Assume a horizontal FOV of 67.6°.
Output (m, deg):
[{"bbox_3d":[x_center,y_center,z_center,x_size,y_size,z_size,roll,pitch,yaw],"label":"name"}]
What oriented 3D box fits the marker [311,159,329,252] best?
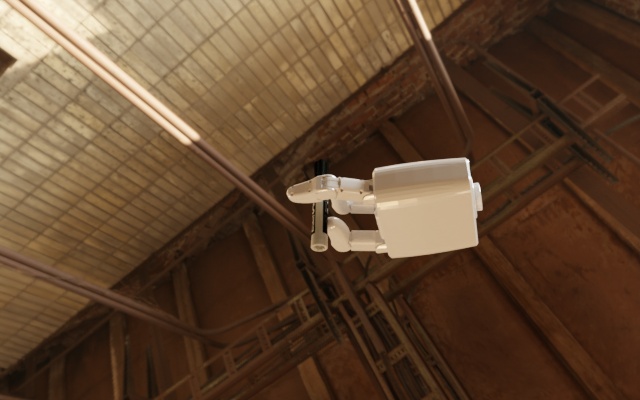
[{"bbox_3d":[0.000,0.002,0.562,0.020,0.121,0.020,1,-32,1],"label":"marker"}]
